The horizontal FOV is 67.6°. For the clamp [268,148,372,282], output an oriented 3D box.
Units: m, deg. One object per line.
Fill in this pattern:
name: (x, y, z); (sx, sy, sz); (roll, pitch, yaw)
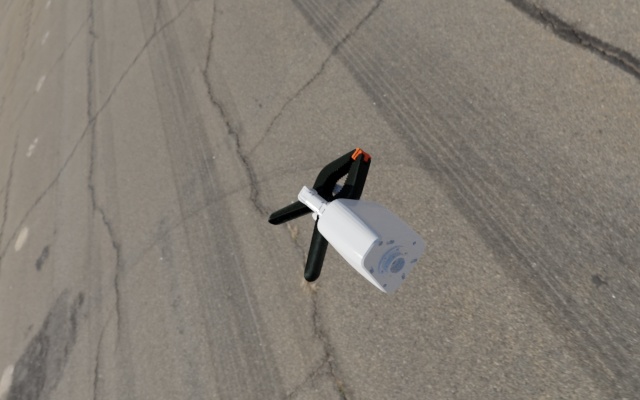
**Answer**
clamp: (0.000, 0.002, 0.762); (0.036, 0.210, 0.164); (26, 10, -43)
